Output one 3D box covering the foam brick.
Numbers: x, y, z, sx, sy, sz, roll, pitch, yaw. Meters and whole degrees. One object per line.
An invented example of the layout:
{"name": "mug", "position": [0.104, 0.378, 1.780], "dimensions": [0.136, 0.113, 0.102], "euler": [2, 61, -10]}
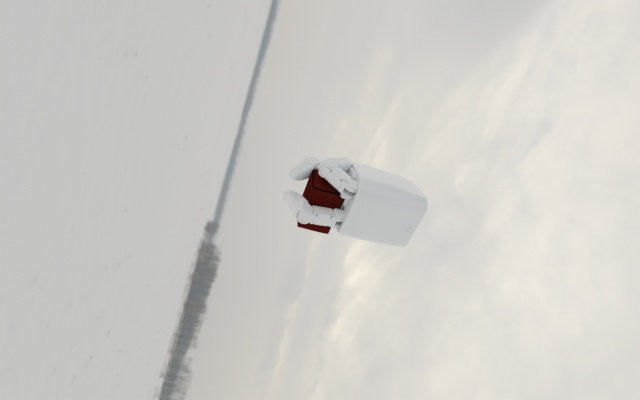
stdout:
{"name": "foam brick", "position": [0.000, 0.002, 0.714], "dimensions": [0.051, 0.078, 0.053], "euler": [15, 36, -11]}
